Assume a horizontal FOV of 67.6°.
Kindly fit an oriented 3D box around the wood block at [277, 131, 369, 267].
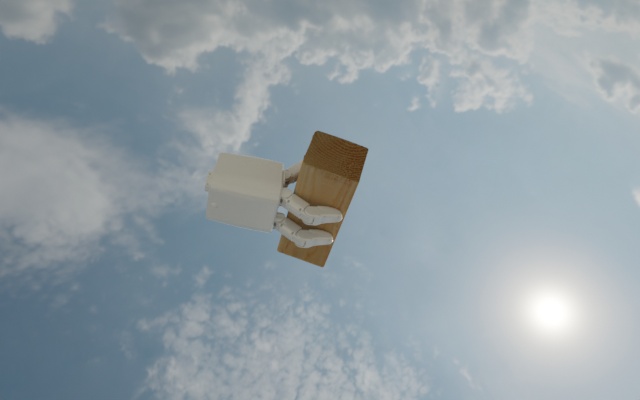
[{"bbox_3d":[0.000,0.002,0.784,0.090,0.206,0.090,19,44,0],"label":"wood block"}]
